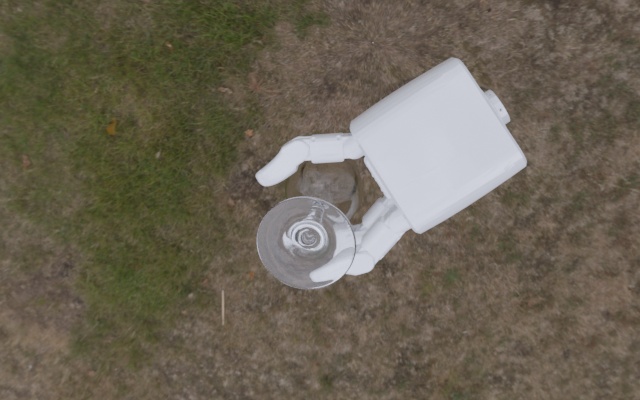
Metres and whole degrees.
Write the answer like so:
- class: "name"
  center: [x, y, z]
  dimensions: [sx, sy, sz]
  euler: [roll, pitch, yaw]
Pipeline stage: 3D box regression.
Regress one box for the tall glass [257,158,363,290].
- class: "tall glass"
  center: [0.000, 0.002, 0.444]
  dimensions: [0.079, 0.079, 0.201]
  euler: [0, 18, 6]
